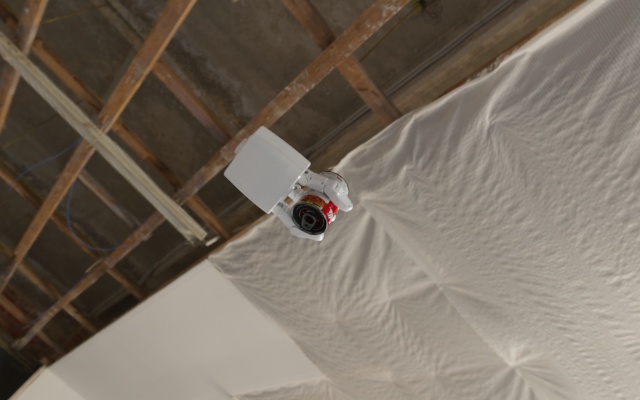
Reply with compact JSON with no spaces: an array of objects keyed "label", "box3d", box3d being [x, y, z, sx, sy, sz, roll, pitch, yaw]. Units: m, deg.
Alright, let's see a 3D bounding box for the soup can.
[{"label":"soup can","box3d":[0.001,0.003,0.832,0.068,0.068,0.102,0,35,30]}]
